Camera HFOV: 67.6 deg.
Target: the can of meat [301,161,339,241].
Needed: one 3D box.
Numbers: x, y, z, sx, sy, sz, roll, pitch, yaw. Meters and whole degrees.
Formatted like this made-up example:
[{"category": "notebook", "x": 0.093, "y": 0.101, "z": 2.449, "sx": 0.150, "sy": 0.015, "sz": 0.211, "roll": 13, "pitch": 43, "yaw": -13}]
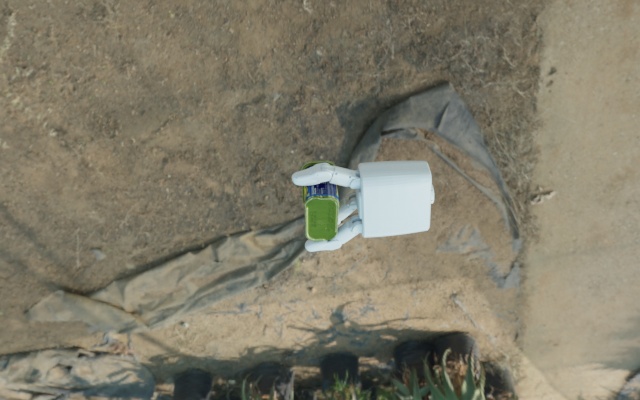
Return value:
[{"category": "can of meat", "x": 0.000, "y": 0.003, "z": 0.758, "sx": 0.057, "sy": 0.102, "sz": 0.083, "roll": -2, "pitch": 44, "yaw": -2}]
